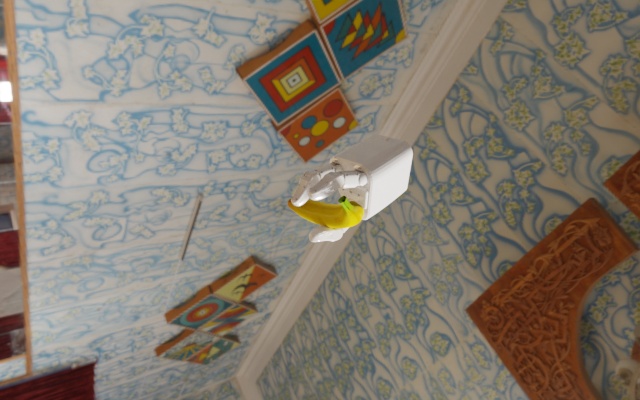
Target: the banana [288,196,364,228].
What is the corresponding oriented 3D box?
[{"bbox_3d":[0.014,0.015,0.747,0.070,0.037,0.198,46,-21,-18],"label":"banana"}]
